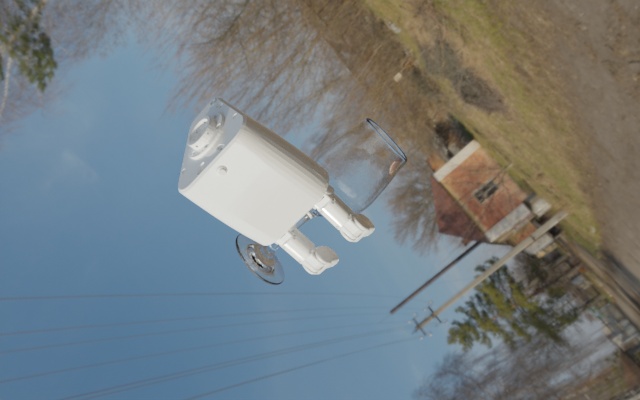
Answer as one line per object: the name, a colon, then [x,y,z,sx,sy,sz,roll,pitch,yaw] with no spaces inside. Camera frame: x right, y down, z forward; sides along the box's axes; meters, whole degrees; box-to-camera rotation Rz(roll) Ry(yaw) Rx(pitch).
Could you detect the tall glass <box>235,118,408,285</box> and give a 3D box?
tall glass: [0.000,0.002,0.522,0.201,0.079,0.079,-43,-14,15]
